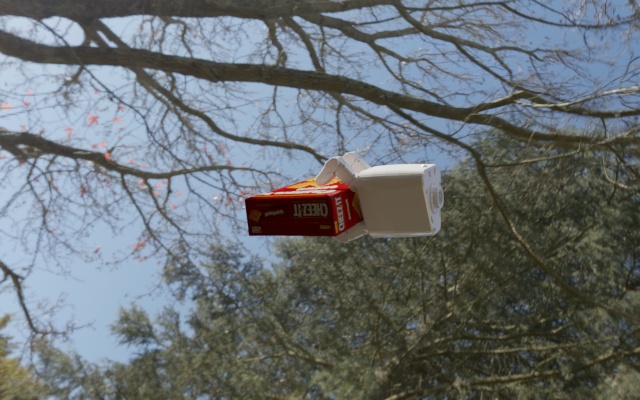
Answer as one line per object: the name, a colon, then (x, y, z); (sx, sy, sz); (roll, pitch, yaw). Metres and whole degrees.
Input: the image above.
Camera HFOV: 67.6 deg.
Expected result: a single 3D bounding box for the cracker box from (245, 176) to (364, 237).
cracker box: (0.000, 0.003, 0.820); (0.164, 0.072, 0.213); (-3, 10, 30)
